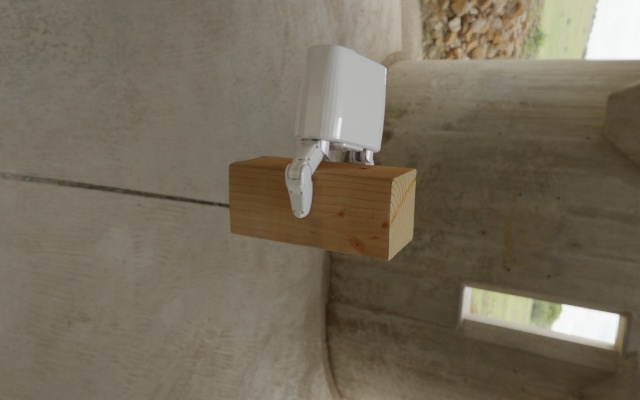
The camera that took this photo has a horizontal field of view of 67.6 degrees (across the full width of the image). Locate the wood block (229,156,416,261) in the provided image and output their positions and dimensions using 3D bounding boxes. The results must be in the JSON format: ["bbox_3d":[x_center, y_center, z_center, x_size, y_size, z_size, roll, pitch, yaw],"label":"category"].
[{"bbox_3d":[0.000,0.002,0.575,0.206,0.090,0.091,7,14,26],"label":"wood block"}]
